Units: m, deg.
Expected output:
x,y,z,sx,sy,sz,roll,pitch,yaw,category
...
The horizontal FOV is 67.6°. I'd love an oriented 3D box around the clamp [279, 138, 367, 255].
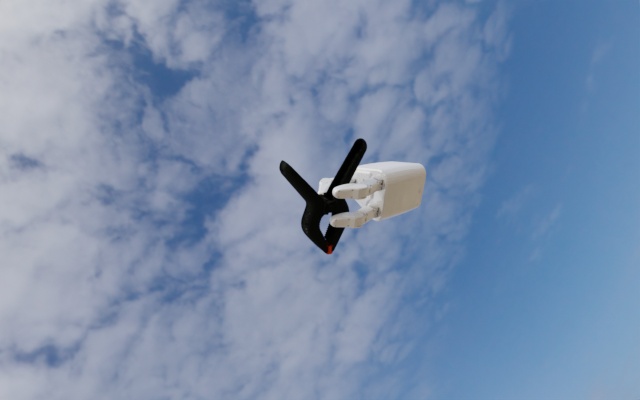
x,y,z,sx,sy,sz,roll,pitch,yaw,category
0.000,0.003,0.814,0.164,0.210,0.036,-12,31,-31,clamp
